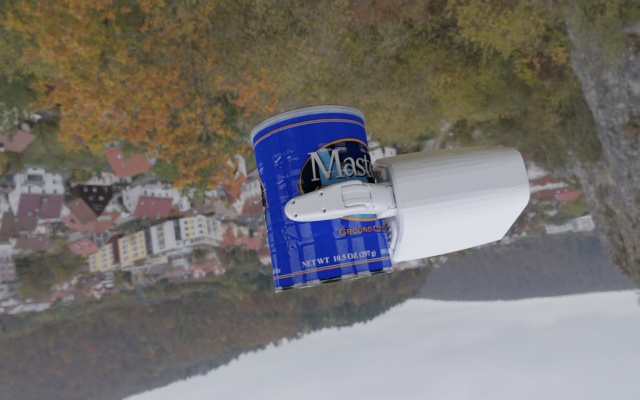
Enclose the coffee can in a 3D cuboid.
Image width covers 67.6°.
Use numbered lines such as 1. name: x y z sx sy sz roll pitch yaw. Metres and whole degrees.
1. coffee can: 0.000 0.001 0.417 0.103 0.140 0.103 -10 -9 -2
